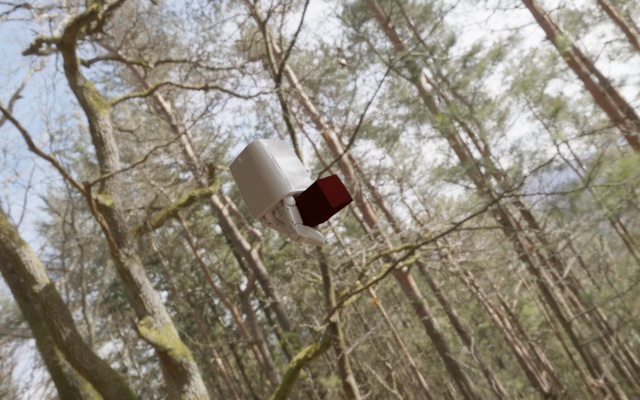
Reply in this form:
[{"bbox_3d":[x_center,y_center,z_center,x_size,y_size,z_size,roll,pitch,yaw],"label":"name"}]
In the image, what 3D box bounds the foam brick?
[{"bbox_3d":[0.000,0.002,0.743,0.053,0.051,0.078,-19,-15,-47],"label":"foam brick"}]
